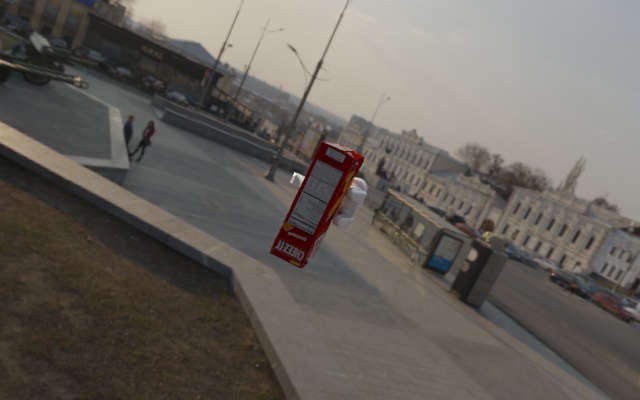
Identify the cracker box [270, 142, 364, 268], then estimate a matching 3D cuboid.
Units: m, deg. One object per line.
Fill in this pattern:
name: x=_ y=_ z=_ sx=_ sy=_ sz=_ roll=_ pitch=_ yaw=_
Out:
cracker box: x=0.000 y=0.003 z=0.872 sx=0.072 sy=0.214 sz=0.164 roll=27 pitch=10 yaw=7
